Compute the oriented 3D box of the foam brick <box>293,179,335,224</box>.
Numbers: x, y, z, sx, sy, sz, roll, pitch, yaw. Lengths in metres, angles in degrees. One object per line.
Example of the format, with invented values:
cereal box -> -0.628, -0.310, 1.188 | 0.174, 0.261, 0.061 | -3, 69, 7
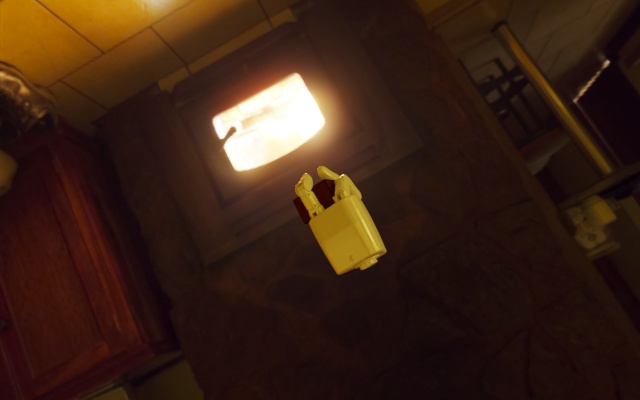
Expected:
foam brick -> 0.000, 0.003, 0.868 | 0.078, 0.051, 0.053 | -34, -15, 24
